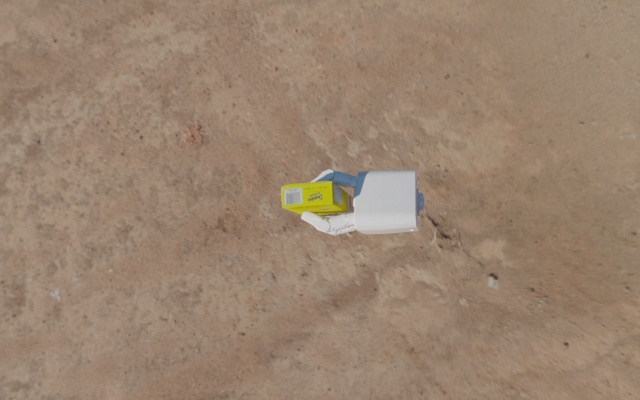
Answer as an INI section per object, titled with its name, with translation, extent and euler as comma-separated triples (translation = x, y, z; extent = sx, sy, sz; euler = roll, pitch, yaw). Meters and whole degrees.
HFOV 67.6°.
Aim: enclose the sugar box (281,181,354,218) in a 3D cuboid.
[sugar box]
translation = 0.000, 0.003, 0.884
extent = 0.093, 0.048, 0.176
euler = -4, -12, 16
